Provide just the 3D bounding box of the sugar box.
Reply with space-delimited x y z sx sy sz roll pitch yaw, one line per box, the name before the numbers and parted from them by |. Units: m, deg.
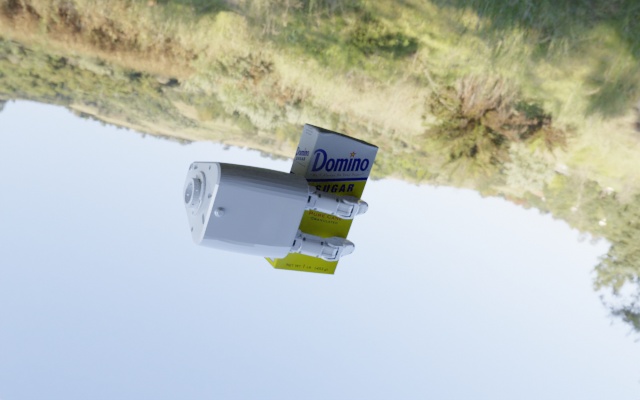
sugar box | 0.000 0.002 0.593 0.093 0.176 0.048 11 16 -33
